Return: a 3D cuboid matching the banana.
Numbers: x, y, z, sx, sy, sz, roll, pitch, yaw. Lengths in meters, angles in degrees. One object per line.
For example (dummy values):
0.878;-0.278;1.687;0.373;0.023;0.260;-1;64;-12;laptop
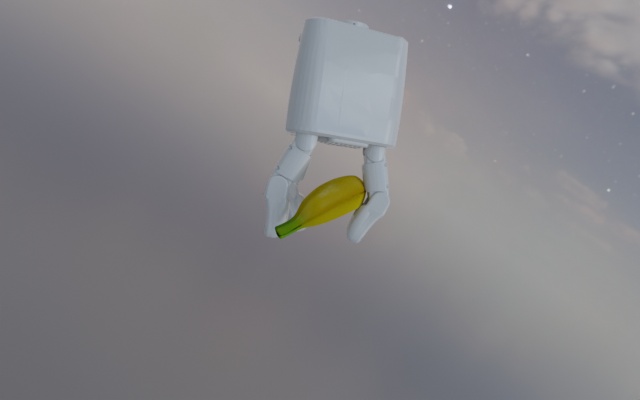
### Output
0.016;-0.003;0.501;0.069;0.037;0.198;-18;1;19;banana
